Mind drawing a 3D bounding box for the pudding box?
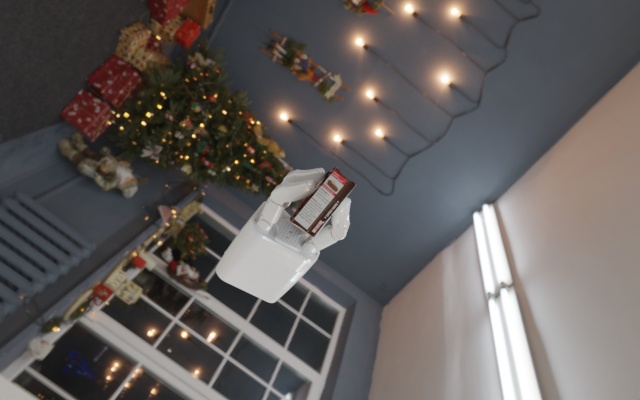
[{"bbox_3d":[0.000,0.002,0.642,0.039,0.090,0.113,39,-3,-6],"label":"pudding box"}]
